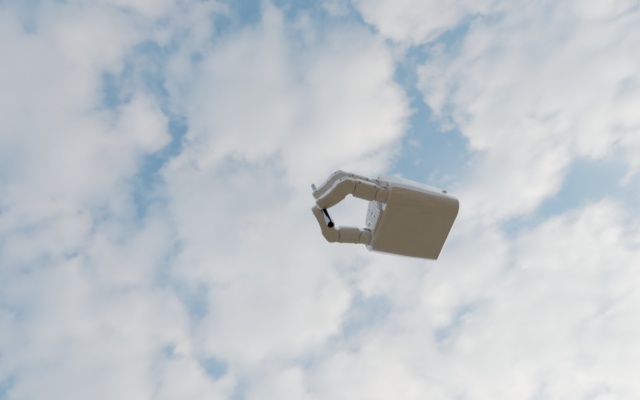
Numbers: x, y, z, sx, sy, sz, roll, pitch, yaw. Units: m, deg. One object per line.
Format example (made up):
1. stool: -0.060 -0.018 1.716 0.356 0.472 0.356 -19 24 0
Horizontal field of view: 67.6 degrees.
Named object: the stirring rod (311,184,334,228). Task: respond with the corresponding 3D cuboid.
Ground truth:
1. stirring rod: 0.000 0.002 0.703 0.011 0.011 0.239 0 13 -6
